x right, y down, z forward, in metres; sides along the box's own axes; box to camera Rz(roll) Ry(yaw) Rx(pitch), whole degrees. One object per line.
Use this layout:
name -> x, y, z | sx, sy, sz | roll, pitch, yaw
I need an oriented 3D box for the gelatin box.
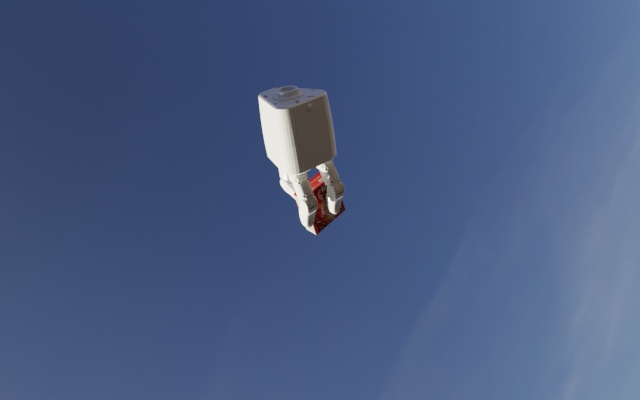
gelatin box -> 0.000, 0.003, 0.804 | 0.073, 0.089, 0.030 | -40, 46, -23
